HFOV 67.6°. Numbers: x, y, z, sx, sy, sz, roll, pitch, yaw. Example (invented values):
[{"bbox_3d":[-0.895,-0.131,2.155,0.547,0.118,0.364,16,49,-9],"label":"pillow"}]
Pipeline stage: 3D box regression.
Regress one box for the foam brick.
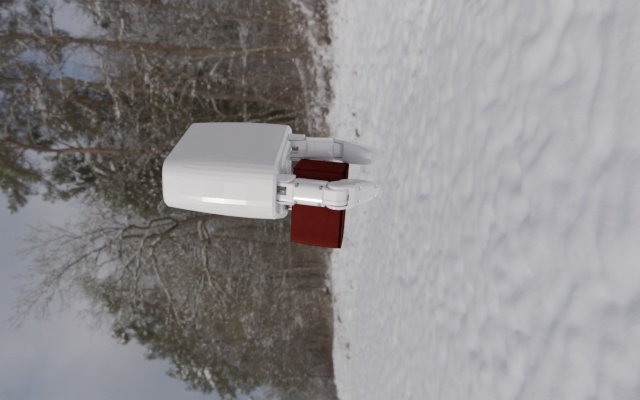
[{"bbox_3d":[0.000,0.002,0.483,0.051,0.078,0.053,5,16,5],"label":"foam brick"}]
